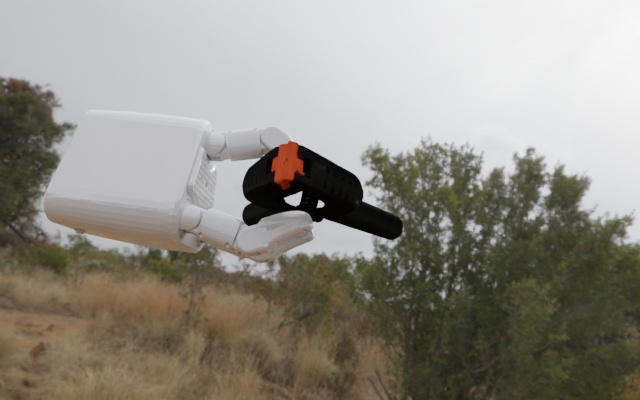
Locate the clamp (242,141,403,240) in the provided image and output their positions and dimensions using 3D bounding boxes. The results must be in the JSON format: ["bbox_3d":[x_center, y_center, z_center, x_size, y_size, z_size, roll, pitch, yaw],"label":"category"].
[{"bbox_3d":[0.000,0.000,0.406,0.164,0.036,0.210,5,-14,2],"label":"clamp"}]
